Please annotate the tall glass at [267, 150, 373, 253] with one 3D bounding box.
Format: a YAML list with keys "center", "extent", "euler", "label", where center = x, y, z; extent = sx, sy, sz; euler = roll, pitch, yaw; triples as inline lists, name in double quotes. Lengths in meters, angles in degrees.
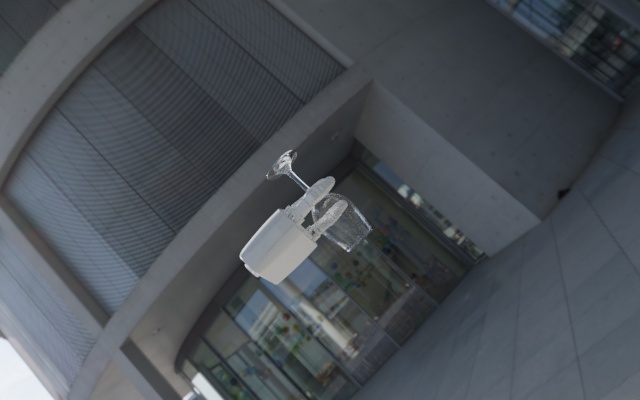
- center: [0.000, 0.002, 0.848]
  extent: [0.201, 0.079, 0.079]
  euler: [43, 11, 12]
  label: "tall glass"
